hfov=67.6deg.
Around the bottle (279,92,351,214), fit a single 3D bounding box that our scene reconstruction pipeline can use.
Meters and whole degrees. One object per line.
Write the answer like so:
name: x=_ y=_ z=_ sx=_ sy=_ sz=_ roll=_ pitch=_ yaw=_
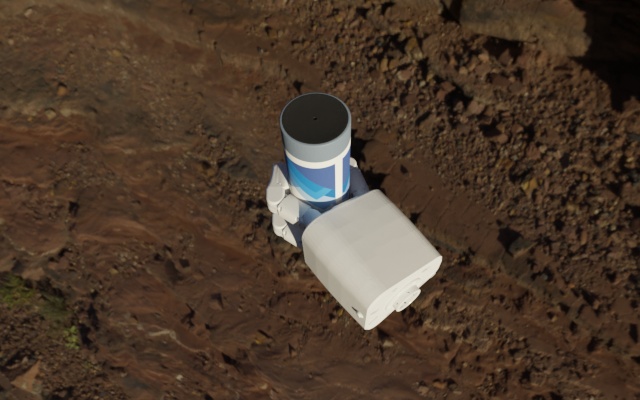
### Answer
bottle: x=0.000 y=0.002 z=0.564 sx=0.069 sy=0.069 sz=0.296 roll=0 pitch=-32 yaw=2
